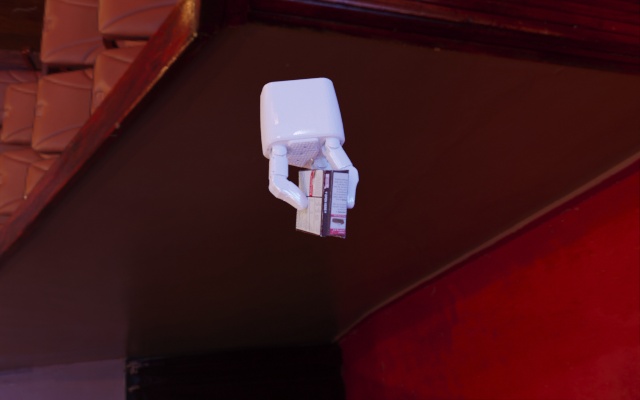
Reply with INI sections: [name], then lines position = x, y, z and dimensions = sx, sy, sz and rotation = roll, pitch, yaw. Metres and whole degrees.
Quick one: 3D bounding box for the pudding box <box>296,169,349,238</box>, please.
[pudding box]
position = 0.000, 0.002, 0.658
dimensions = 0.039, 0.090, 0.113
rotation = 2, 1, -18
